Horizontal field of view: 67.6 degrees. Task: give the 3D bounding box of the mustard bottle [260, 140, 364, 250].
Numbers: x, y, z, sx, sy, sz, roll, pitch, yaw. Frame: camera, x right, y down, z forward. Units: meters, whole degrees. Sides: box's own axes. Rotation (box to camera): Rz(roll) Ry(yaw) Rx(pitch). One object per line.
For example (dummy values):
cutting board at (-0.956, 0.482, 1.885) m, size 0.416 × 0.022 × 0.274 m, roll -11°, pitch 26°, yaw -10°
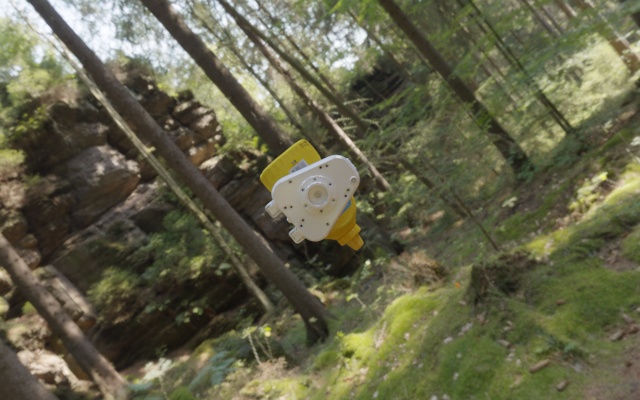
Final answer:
mustard bottle at (0.000, 0.002, 0.760) m, size 0.096 × 0.191 × 0.058 m, roll -42°, pitch 2°, yaw -22°
